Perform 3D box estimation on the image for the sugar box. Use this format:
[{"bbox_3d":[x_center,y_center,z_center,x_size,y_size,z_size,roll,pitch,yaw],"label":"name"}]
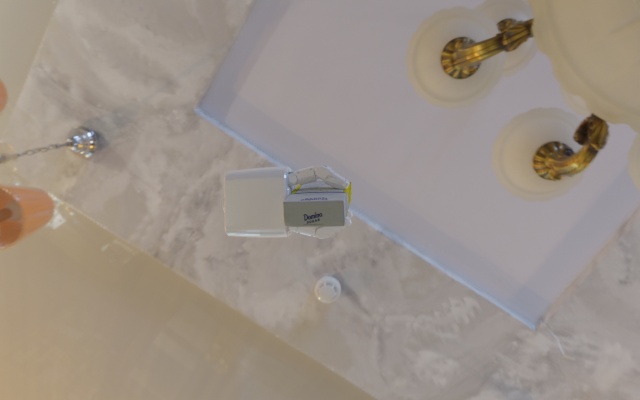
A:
[{"bbox_3d":[0.000,0.003,0.786,0.093,0.048,0.176,-1,14,8],"label":"sugar box"}]
